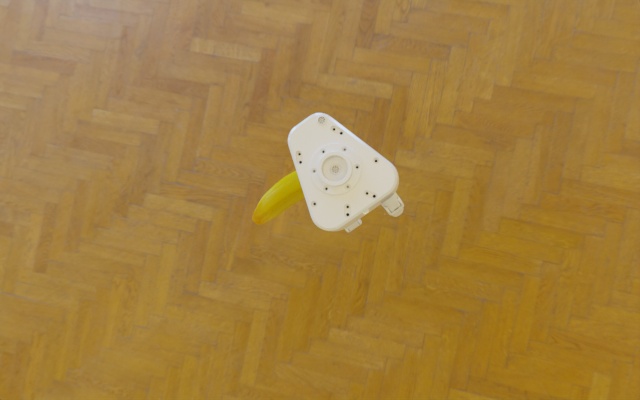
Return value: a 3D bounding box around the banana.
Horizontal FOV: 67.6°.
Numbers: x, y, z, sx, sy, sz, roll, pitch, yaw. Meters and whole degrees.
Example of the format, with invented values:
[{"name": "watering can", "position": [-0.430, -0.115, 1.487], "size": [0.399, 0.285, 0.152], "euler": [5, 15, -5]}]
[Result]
[{"name": "banana", "position": [0.000, -0.017, 0.628], "size": [0.198, 0.069, 0.037], "euler": [-10, 1, 6]}]
